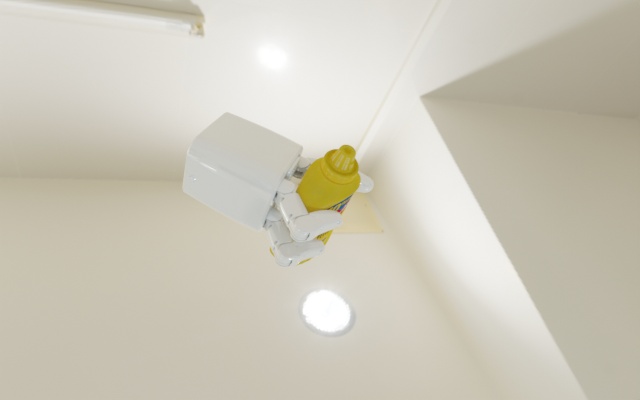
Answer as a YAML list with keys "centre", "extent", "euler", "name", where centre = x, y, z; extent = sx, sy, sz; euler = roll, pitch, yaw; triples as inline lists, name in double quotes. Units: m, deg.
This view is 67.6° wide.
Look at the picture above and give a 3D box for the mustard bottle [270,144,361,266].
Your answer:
- centre: [0.000, 0.002, 0.574]
  extent: [0.096, 0.058, 0.192]
  euler: [-33, -19, -37]
  name: "mustard bottle"
